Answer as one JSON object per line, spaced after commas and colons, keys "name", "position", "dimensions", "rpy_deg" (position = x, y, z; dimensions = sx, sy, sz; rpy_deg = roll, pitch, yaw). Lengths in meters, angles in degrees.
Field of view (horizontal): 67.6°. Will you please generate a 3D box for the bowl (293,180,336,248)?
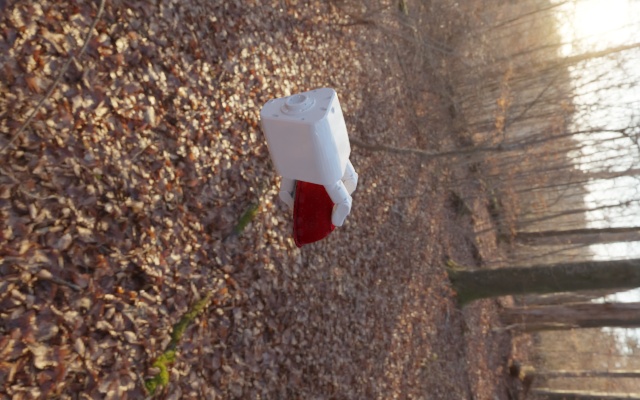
{"name": "bowl", "position": [0.001, 0.003, 0.795], "dimensions": [0.055, 0.162, 0.162], "rpy_deg": [8, 1, 10]}
